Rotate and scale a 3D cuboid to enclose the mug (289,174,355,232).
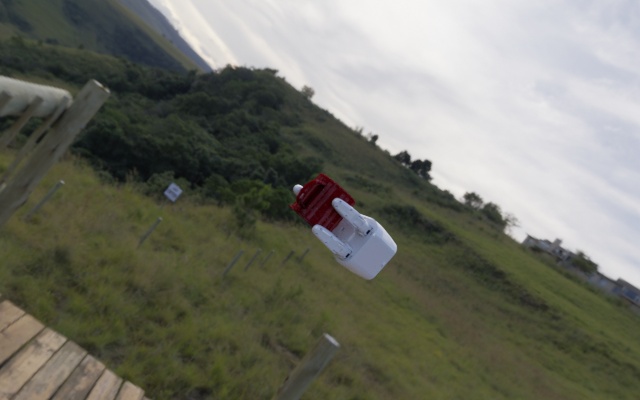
[{"bbox_3d":[0.000,0.002,0.817,0.093,0.081,0.117,39,-2,39],"label":"mug"}]
